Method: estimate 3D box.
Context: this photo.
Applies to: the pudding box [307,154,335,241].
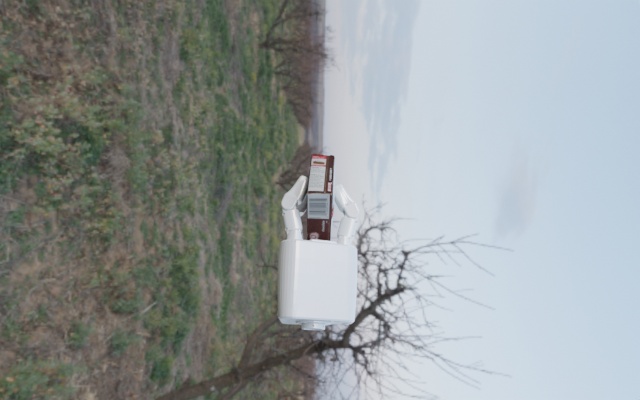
[{"bbox_3d":[0.000,0.002,0.705,0.039,0.114,0.090,4,43,0],"label":"pudding box"}]
